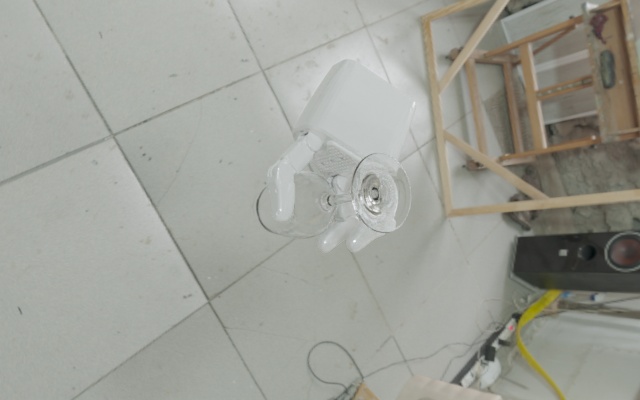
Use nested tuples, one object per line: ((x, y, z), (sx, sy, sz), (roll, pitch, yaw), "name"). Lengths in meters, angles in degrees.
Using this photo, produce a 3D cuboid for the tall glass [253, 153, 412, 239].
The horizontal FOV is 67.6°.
((0.000, 0.002, 0.517), (0.079, 0.079, 0.201), (0, -6, -36), "tall glass")
